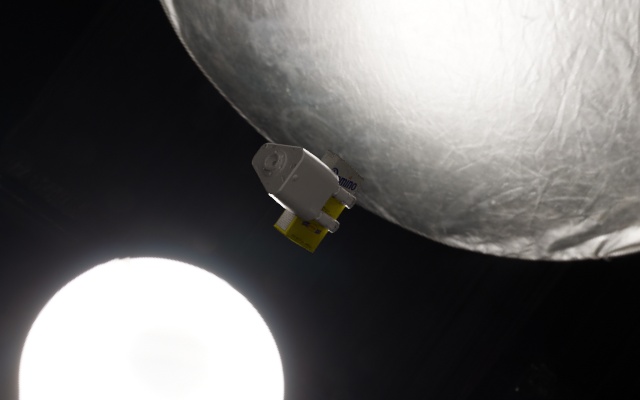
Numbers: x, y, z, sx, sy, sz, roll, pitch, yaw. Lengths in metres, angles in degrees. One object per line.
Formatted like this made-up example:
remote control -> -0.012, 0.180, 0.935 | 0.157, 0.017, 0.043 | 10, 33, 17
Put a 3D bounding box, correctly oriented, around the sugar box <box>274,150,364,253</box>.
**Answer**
sugar box -> 0.000, 0.003, 0.899 | 0.048, 0.176, 0.093 | 36, -1, 44
